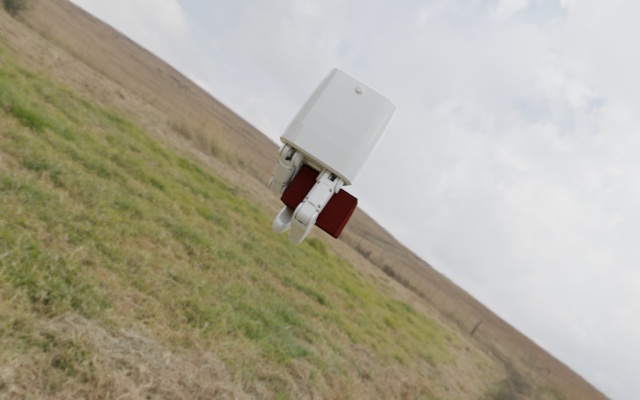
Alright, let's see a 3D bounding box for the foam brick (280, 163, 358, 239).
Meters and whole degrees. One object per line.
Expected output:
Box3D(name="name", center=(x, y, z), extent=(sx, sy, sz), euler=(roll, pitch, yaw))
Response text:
Box3D(name="foam brick", center=(0.000, 0.002, 0.567), extent=(0.078, 0.051, 0.053), euler=(34, -5, 8))
